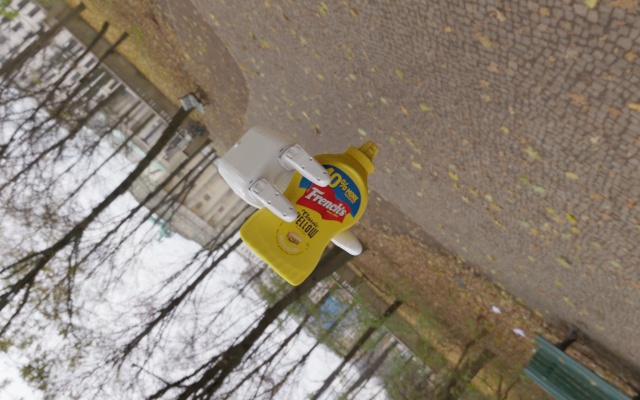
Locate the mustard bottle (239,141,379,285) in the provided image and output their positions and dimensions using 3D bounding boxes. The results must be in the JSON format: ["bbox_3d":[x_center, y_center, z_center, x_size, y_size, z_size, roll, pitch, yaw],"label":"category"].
[{"bbox_3d":[0.000,0.002,0.573,0.096,0.191,0.058,44,-6,-12],"label":"mustard bottle"}]
